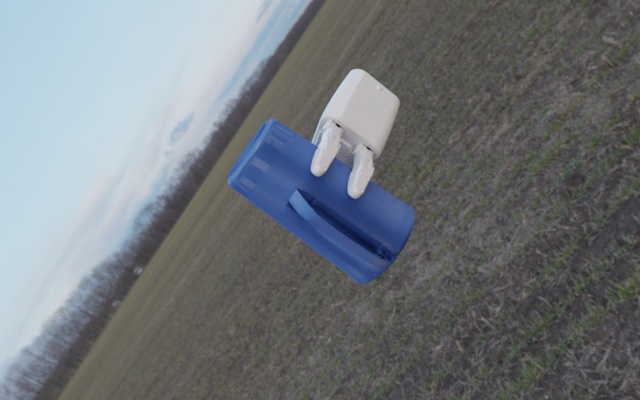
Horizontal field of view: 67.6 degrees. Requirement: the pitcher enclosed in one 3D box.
[{"bbox_3d":[0.000,0.002,0.649,0.243,0.145,0.149,35,-29,-13],"label":"pitcher"}]
